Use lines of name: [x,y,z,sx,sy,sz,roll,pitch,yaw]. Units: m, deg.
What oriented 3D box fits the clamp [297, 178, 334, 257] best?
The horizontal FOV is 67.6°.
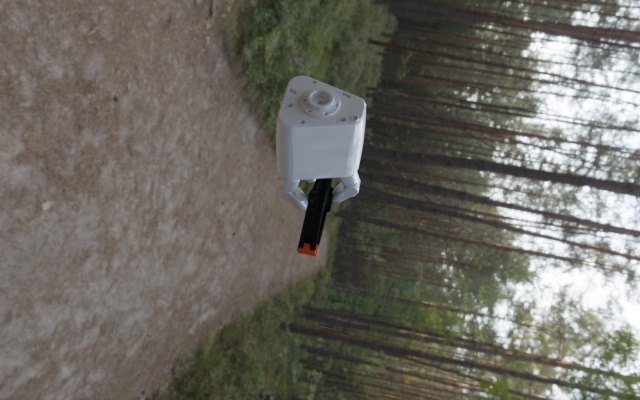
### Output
clamp: [0.001,0.003,0.752,0.036,0.209,0.165,10,-33,5]
